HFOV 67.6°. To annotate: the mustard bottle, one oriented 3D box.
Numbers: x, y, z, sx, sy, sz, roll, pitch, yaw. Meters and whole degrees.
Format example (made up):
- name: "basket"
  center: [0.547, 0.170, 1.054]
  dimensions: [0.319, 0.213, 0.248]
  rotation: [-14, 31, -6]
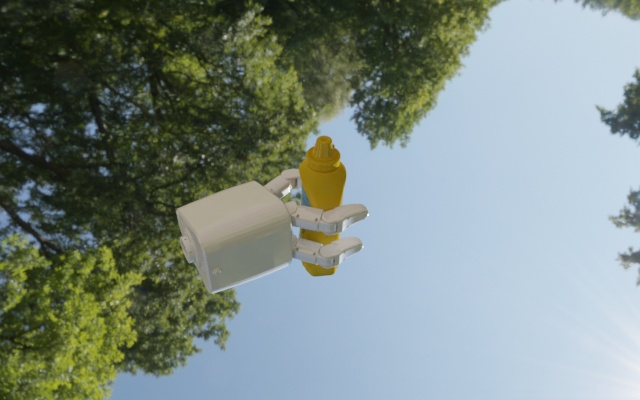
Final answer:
- name: "mustard bottle"
  center: [0.000, 0.002, 0.612]
  dimensions: [0.058, 0.192, 0.096]
  rotation: [-3, 41, -6]
